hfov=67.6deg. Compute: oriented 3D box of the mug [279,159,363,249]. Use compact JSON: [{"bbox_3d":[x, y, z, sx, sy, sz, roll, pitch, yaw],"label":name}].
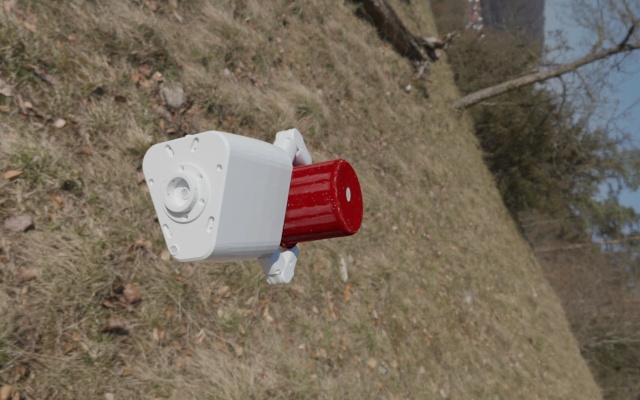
[{"bbox_3d":[0.001,0.002,0.525,0.081,0.093,0.117,-9,-4,24],"label":"mug"}]
